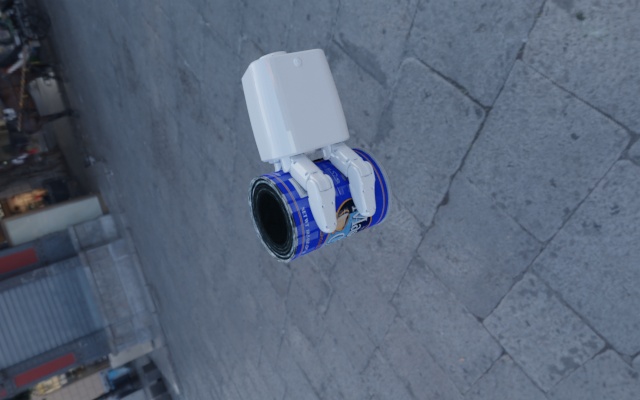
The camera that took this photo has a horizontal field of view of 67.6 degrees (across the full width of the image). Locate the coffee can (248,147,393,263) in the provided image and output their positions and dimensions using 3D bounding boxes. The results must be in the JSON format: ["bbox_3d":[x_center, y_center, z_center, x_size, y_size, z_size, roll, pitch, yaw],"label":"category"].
[{"bbox_3d":[0.000,0.002,0.570,0.140,0.103,0.103,-20,10,-31],"label":"coffee can"}]
